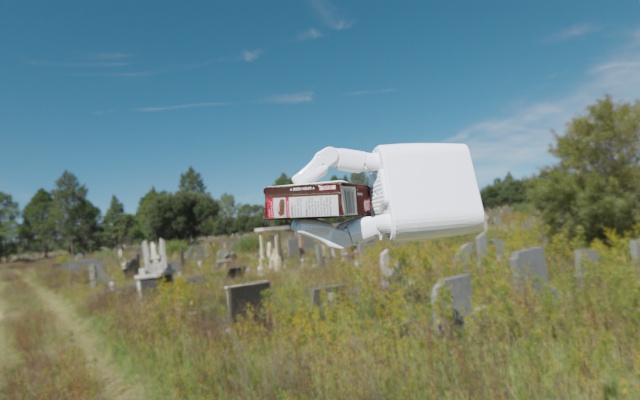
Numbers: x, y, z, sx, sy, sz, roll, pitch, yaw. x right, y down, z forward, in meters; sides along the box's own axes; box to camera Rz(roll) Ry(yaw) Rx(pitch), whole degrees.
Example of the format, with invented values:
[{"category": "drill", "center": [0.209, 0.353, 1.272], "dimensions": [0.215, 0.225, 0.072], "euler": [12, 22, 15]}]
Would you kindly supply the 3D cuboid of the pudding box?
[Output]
[{"category": "pudding box", "center": [0.000, 0.002, 0.535], "dimensions": [0.090, 0.039, 0.113], "euler": [-4, -4, 20]}]
